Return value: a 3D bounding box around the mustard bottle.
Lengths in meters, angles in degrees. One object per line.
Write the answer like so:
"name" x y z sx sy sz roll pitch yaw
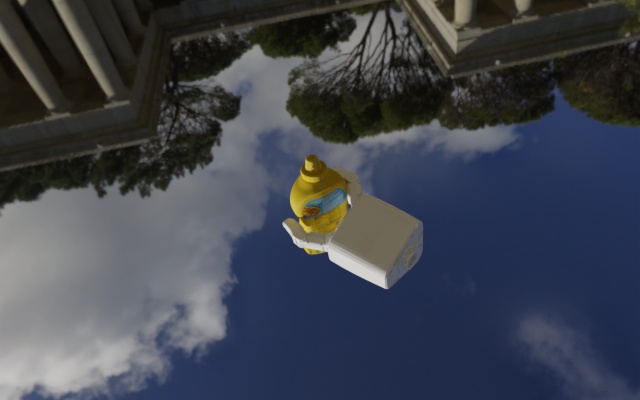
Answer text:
"mustard bottle" 0.000 0.003 0.785 0.096 0.192 0.058 -24 47 -13
